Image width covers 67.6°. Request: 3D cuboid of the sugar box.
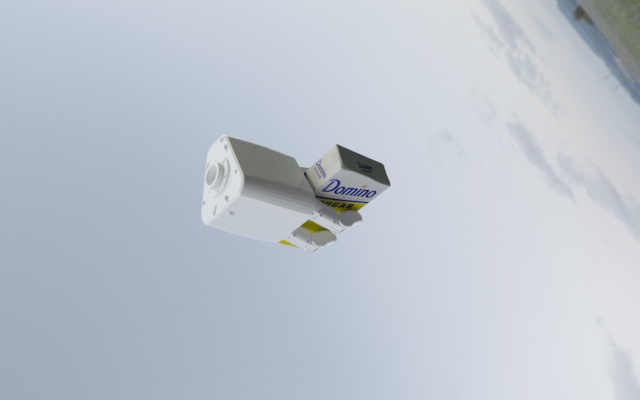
[{"bbox_3d":[0.000,0.003,0.651,0.093,0.048,0.176,17,-42,-39],"label":"sugar box"}]
